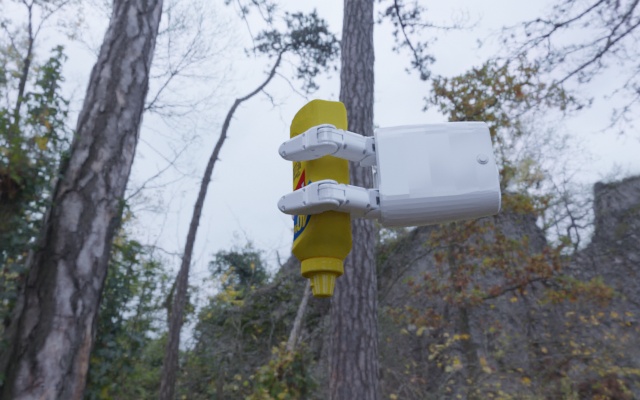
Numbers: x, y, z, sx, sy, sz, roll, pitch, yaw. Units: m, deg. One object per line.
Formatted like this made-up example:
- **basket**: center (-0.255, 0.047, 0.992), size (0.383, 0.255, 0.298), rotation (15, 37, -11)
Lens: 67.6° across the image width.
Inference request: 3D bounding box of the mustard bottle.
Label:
- **mustard bottle**: center (0.000, 0.001, 0.485), size (0.058, 0.191, 0.096), rotation (5, -22, -17)
